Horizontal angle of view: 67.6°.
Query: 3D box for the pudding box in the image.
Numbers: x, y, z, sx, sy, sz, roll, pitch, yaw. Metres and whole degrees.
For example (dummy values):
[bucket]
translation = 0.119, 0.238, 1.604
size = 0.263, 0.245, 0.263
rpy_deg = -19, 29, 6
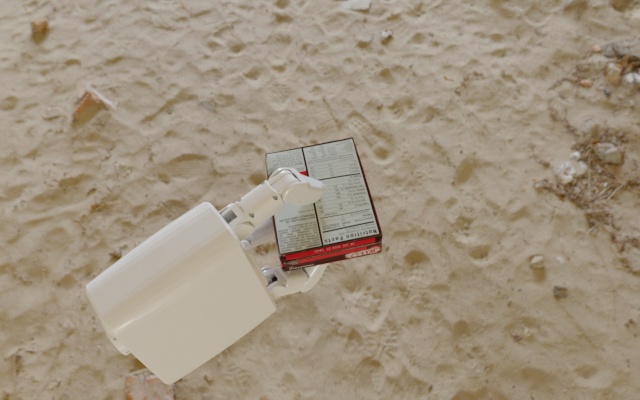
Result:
[pudding box]
translation = 0.000, 0.001, 0.433
size = 0.090, 0.113, 0.039
rpy_deg = -10, -31, -3
